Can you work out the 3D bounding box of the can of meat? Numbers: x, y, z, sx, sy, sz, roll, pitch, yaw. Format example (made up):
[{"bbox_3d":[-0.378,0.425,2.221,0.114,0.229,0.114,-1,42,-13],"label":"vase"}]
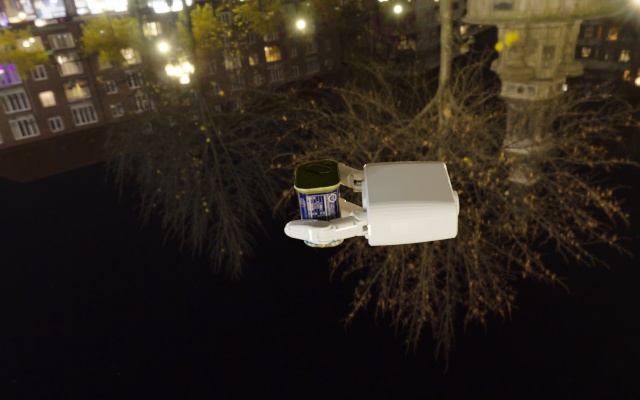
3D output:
[{"bbox_3d":[0.000,0.002,0.629,0.057,0.084,0.102,-6,25,1],"label":"can of meat"}]
